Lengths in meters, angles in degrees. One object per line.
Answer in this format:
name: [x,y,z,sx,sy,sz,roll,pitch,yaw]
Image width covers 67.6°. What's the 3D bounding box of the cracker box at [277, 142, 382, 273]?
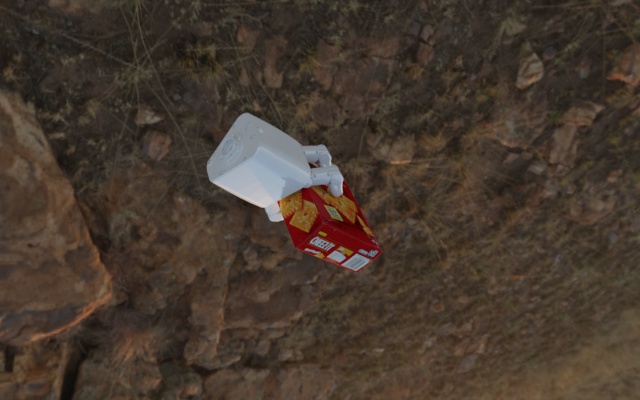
cracker box: [0.000,0.003,0.806,0.072,0.213,0.164,-41,-41,20]
